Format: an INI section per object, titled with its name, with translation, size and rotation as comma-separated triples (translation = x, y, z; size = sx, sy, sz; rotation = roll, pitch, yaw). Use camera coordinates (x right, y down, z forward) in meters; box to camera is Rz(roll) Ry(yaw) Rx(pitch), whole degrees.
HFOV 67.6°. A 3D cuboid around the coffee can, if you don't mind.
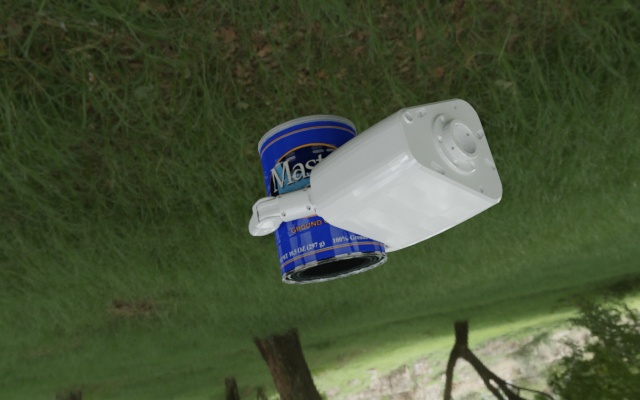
[coffee can]
translation = 0.000, 0.001, 0.473
size = 0.103, 0.140, 0.103
rotation = -11, -18, -4
